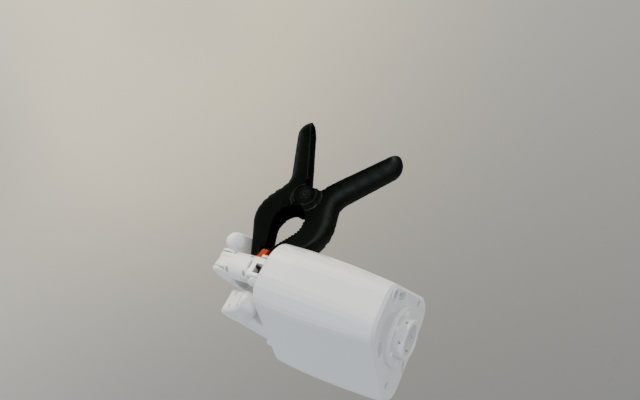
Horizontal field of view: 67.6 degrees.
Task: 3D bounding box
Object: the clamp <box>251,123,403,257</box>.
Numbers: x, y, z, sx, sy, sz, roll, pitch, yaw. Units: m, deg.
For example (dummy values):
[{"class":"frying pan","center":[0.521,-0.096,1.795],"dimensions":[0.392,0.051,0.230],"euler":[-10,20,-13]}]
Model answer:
[{"class":"clamp","center":[0.000,0.001,0.457],"dimensions":[0.120,0.171,0.039],"euler":[14,-26,30]}]
